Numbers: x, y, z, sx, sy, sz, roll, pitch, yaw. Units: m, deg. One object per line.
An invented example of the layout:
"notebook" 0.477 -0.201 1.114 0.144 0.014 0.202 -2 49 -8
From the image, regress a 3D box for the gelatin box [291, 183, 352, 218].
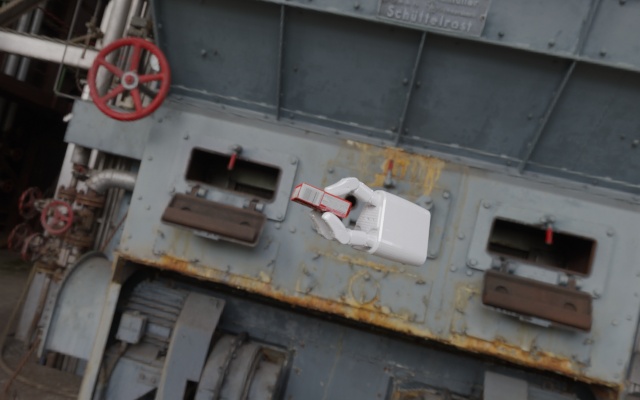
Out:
"gelatin box" 0.000 0.002 0.789 0.089 0.030 0.073 23 -7 -10
